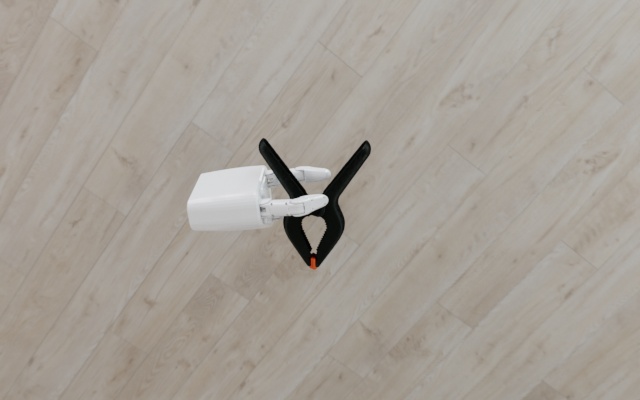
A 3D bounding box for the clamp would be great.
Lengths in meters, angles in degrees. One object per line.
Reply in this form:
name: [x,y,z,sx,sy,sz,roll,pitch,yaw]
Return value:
clamp: [0.000,0.003,0.723,0.164,0.210,0.036,-5,16,6]
